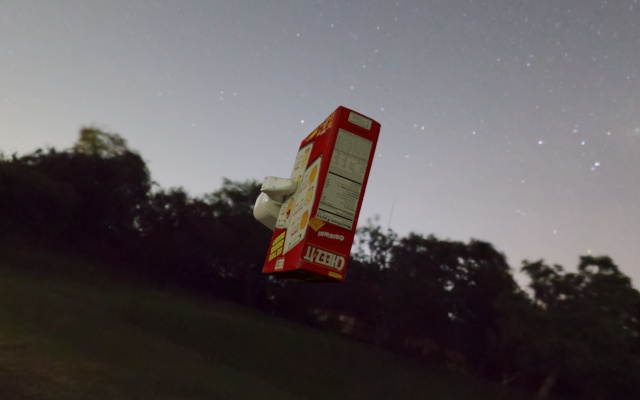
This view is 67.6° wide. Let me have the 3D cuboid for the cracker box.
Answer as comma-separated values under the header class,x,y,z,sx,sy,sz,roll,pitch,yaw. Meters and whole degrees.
class,x,y,z,sx,sy,sz,roll,pitch,yaw
cracker box,0.000,0.002,0.649,0.072,0.213,0.164,19,-16,-16
